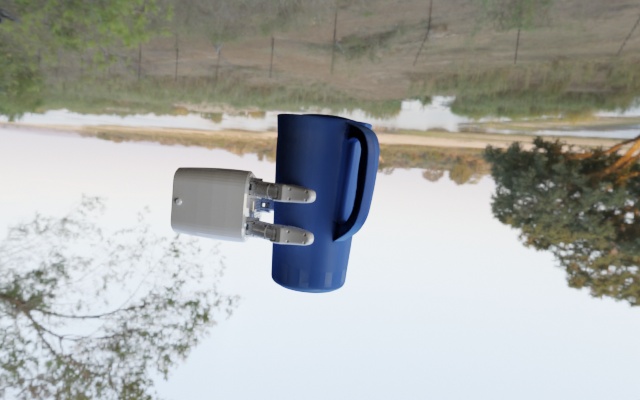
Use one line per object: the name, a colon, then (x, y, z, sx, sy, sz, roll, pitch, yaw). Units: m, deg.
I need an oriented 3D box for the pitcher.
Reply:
pitcher: (0.000, 0.002, 0.667, 0.145, 0.243, 0.149, 6, 6, 5)
